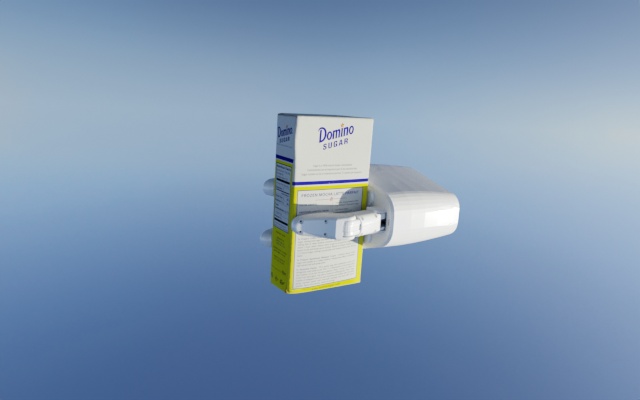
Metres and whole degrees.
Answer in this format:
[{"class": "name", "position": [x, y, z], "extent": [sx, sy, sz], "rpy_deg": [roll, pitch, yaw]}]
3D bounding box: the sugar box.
[{"class": "sugar box", "position": [0.000, 0.002, 0.488], "extent": [0.093, 0.176, 0.048], "rpy_deg": [-4, 12, -33]}]
